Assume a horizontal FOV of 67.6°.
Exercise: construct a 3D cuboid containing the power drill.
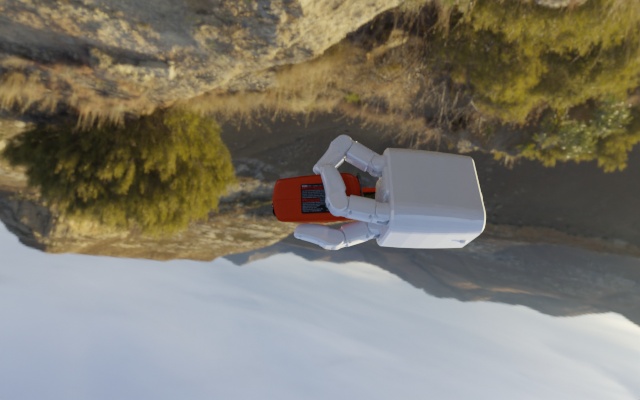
[{"bbox_3d":[0.000,0.002,0.645,0.184,0.057,0.187,-5,-3,13],"label":"power drill"}]
